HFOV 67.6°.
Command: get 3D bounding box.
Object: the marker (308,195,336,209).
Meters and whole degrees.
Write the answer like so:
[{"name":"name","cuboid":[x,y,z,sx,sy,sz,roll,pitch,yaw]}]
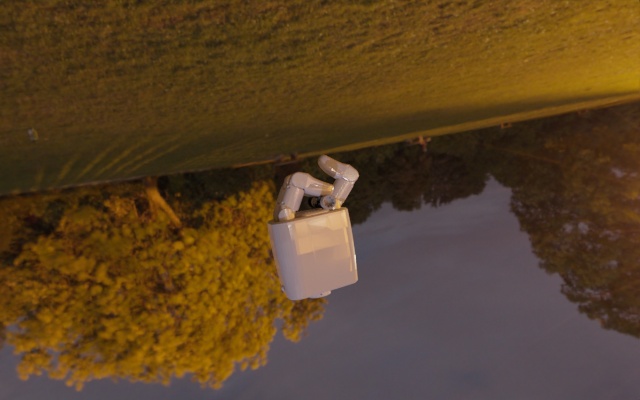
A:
[{"name":"marker","cuboid":[0.000,0.002,0.668,0.020,0.020,0.121,0,0,-11]}]
